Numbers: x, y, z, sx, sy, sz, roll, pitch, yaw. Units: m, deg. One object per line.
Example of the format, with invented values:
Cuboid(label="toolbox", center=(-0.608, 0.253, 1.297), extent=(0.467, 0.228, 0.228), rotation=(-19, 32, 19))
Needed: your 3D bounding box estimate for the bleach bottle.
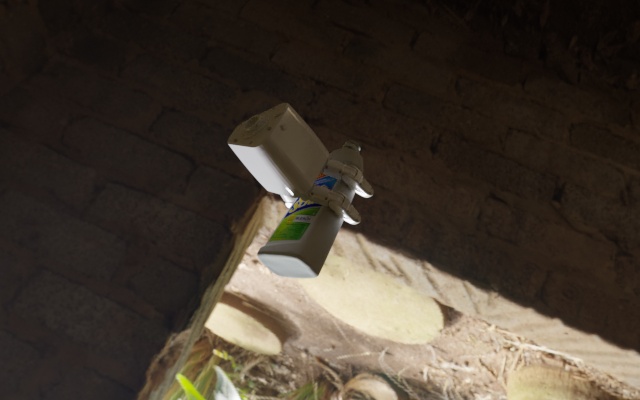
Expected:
Cuboid(label="bleach bottle", center=(0.000, 0.003, 0.761), extent=(0.102, 0.250, 0.068), rotation=(-4, -43, 41))
